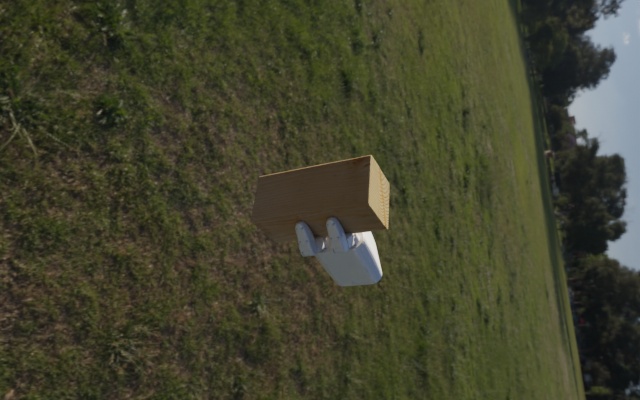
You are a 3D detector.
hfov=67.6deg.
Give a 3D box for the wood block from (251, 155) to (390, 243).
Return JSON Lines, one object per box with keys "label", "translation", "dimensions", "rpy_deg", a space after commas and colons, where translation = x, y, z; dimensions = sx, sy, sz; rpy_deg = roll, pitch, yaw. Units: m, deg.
{"label": "wood block", "translation": [0.000, 0.002, 0.787], "dimensions": [0.206, 0.090, 0.090], "rpy_deg": [-9, -34, 25]}
